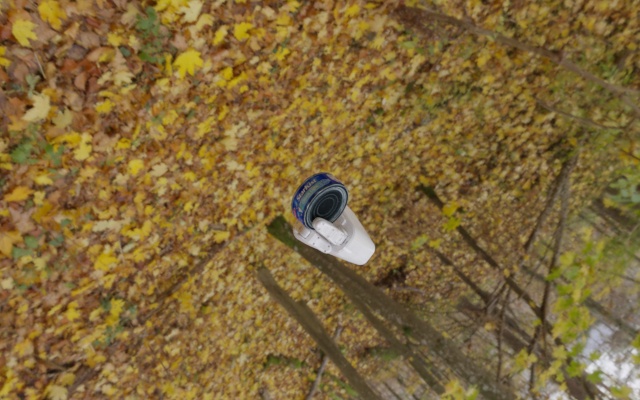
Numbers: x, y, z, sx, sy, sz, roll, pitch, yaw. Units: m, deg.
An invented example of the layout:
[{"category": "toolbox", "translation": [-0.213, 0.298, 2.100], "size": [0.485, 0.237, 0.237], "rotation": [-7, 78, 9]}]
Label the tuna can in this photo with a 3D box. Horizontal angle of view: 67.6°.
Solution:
[{"category": "tuna can", "translation": [0.000, 0.003, 0.714], "size": [0.086, 0.086, 0.033], "rotation": [0, 33, -45]}]
